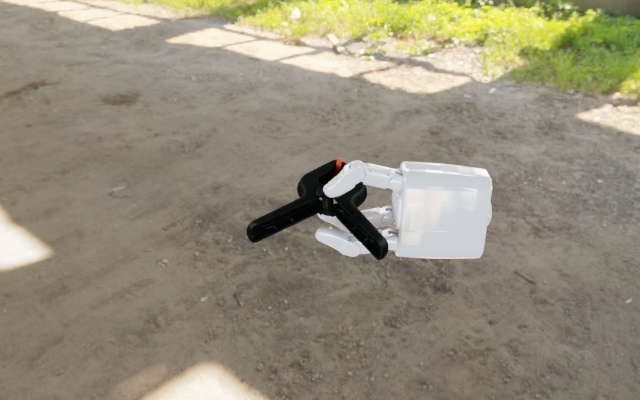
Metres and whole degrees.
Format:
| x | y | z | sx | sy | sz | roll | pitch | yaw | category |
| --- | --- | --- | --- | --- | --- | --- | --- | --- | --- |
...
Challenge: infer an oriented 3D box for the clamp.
| x | y | z | sx | sy | sz | roll | pitch | yaw | category |
| --- | --- | --- | --- | --- | --- | --- | --- | --- | --- |
| 0.000 | 0.001 | 0.620 | 0.164 | 0.036 | 0.209 | 4 | 31 | 1 | clamp |
